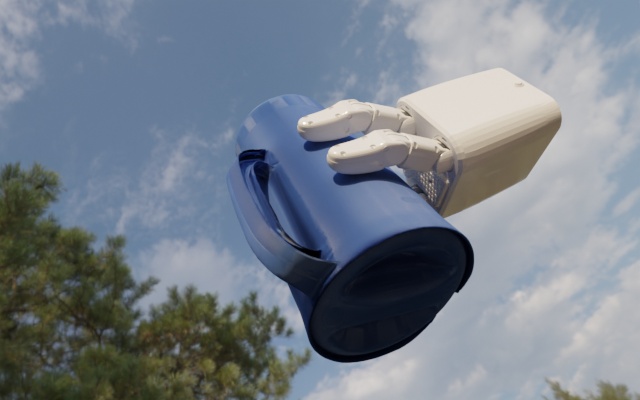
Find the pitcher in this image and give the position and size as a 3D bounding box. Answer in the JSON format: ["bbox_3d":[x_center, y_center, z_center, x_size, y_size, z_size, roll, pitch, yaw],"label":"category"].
[{"bbox_3d":[0.000,0.001,0.410,0.145,0.149,0.242,-23,44,-11],"label":"pitcher"}]
